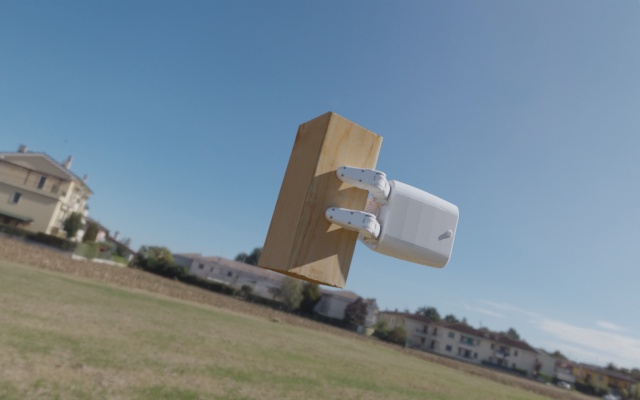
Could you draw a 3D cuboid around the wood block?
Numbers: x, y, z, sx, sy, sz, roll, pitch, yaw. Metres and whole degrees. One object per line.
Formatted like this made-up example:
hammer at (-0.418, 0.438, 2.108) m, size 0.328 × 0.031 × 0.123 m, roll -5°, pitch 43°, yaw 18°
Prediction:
wood block at (0.000, 0.002, 0.632) m, size 0.090 × 0.206 × 0.091 m, roll 22°, pitch -14°, yaw -26°
